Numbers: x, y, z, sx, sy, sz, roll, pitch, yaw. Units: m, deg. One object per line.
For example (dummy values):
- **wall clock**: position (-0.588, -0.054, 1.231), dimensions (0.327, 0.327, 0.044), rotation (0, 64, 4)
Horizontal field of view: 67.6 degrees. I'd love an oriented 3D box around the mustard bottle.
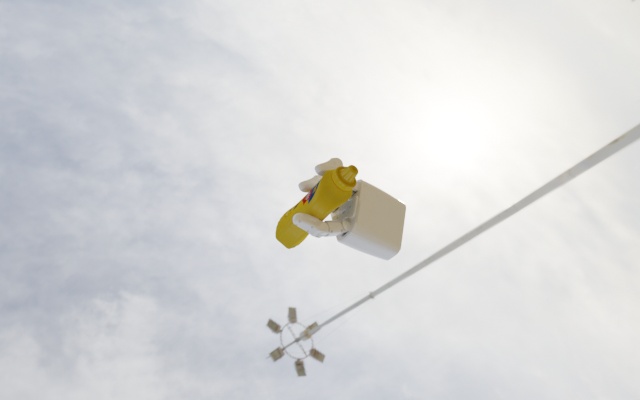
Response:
- **mustard bottle**: position (0.000, 0.003, 0.802), dimensions (0.192, 0.058, 0.096), rotation (-43, 7, 40)
